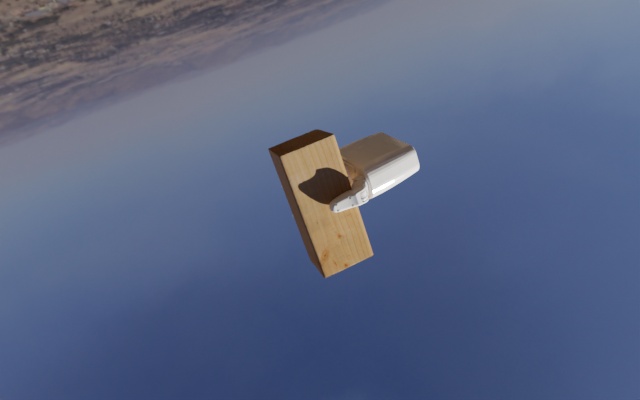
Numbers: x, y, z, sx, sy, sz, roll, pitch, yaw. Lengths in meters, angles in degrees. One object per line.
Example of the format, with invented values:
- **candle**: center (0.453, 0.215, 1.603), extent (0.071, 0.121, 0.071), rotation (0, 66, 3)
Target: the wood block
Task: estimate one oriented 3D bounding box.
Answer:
- **wood block**: center (0.001, 0.003, 0.756), extent (0.090, 0.206, 0.091), rotation (-24, 19, -11)
